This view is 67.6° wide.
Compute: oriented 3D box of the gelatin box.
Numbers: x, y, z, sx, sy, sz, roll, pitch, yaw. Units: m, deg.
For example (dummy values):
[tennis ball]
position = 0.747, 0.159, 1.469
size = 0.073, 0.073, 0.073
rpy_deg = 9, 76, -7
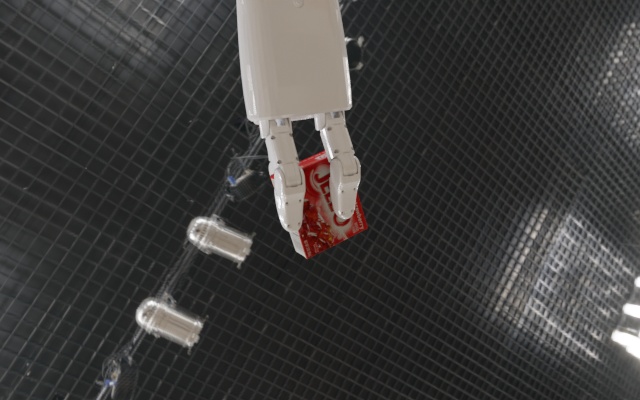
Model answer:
[gelatin box]
position = 0.000, 0.002, 0.468
size = 0.073, 0.089, 0.030
rpy_deg = -25, 23, -20
